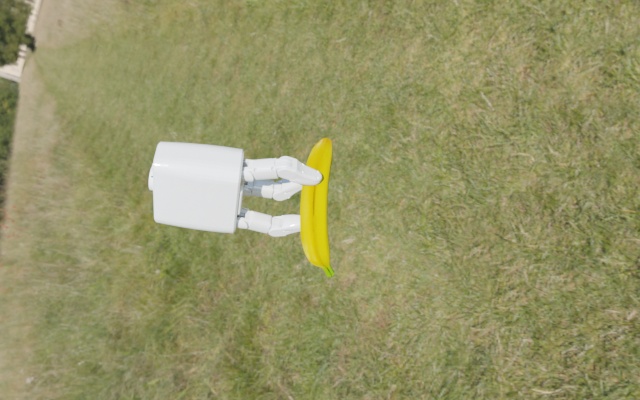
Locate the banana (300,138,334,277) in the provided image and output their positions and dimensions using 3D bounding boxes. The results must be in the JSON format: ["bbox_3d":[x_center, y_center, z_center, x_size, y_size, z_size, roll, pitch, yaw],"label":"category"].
[{"bbox_3d":[-0.004,0.002,0.644,0.037,0.197,0.070,-2,-12,13],"label":"banana"}]
